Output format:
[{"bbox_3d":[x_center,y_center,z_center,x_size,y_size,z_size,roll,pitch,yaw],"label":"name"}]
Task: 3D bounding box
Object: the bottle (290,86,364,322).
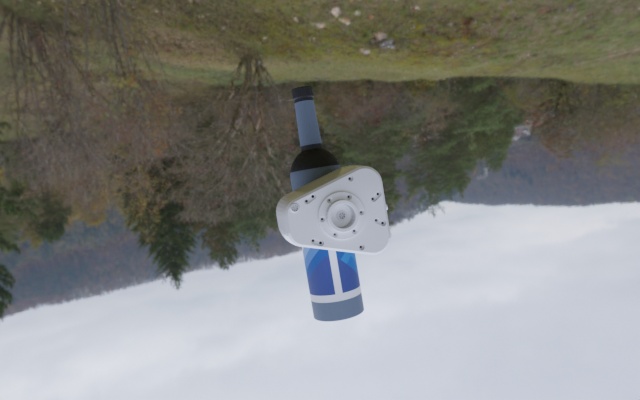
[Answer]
[{"bbox_3d":[0.000,0.002,0.616,0.069,0.296,0.069,-9,2,0],"label":"bottle"}]
